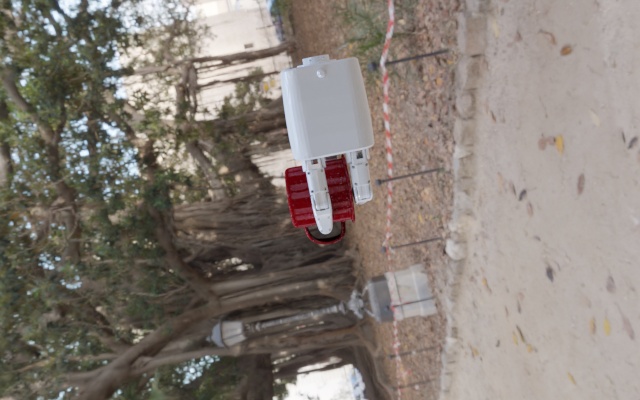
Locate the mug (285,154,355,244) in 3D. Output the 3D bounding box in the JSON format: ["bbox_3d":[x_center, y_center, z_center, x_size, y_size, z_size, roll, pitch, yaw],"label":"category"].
[{"bbox_3d":[0.000,0.004,0.640,0.081,0.117,0.093,-10,12,0],"label":"mug"}]
